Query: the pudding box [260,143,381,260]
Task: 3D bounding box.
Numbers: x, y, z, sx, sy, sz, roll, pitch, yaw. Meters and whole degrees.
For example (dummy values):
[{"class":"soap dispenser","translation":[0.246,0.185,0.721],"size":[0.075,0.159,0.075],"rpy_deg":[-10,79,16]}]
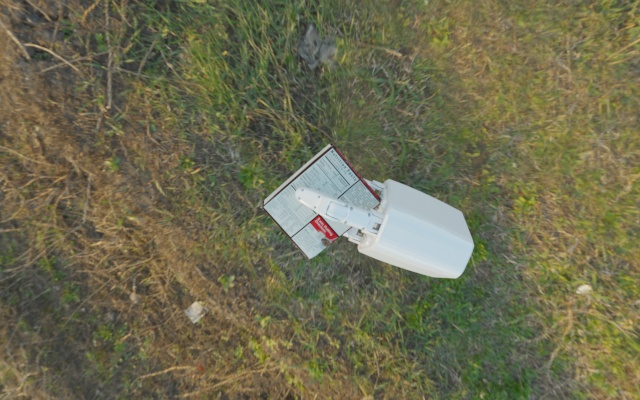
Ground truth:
[{"class":"pudding box","translation":[0.000,0.002,0.562],"size":[0.113,0.090,0.039],"rpy_deg":[-40,8,4]}]
